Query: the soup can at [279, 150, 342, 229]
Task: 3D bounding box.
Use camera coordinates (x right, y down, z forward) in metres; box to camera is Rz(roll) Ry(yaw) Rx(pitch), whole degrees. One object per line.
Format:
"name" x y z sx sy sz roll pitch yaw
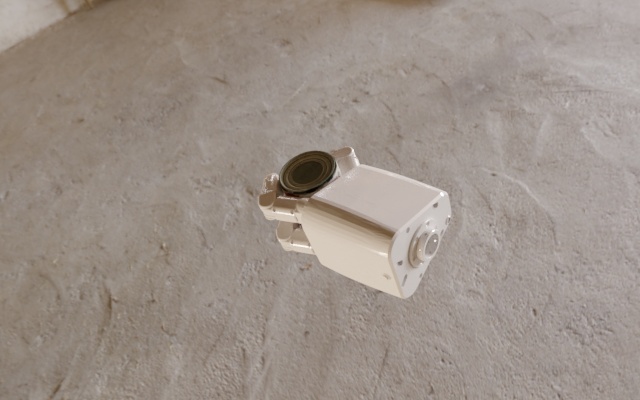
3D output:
"soup can" 0.000 0.001 0.549 0.068 0.068 0.102 0 -43 24
